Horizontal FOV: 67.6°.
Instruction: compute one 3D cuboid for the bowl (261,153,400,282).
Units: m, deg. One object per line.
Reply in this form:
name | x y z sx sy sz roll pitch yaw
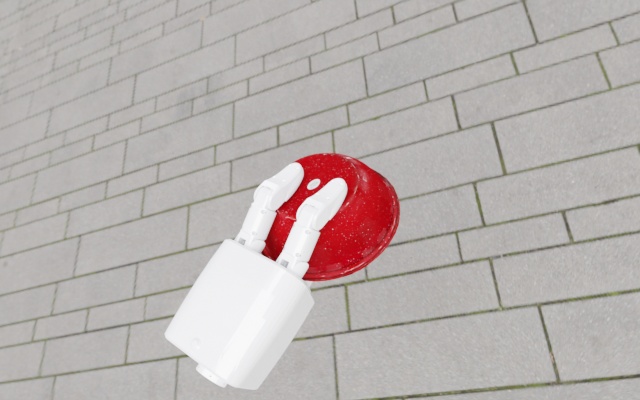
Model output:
bowl | 0.000 0.000 0.503 0.162 0.162 0.055 0 -39 18
